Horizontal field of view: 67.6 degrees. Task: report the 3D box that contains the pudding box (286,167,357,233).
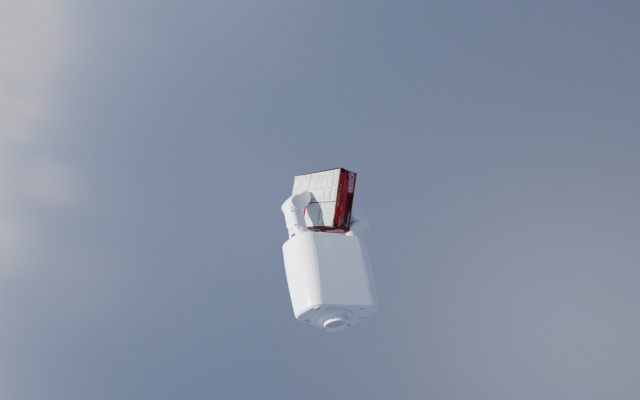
[{"bbox_3d":[0.000,0.002,0.722,0.039,0.090,0.113,21,-17,-40],"label":"pudding box"}]
